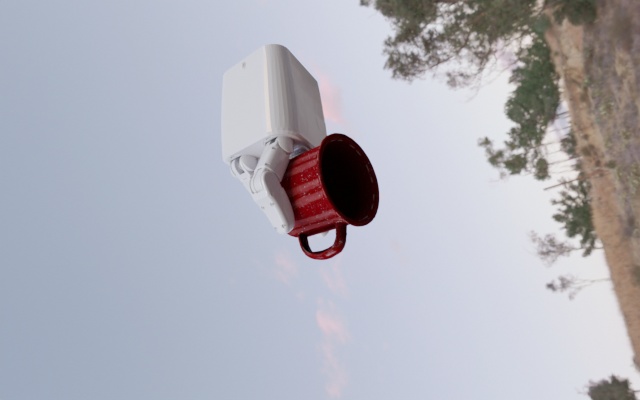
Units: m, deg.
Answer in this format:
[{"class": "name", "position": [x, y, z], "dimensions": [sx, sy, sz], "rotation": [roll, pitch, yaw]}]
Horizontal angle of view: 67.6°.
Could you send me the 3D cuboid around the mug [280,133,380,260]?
[{"class": "mug", "position": [0.000, 0.003, 0.472], "dimensions": [0.081, 0.117, 0.093], "rotation": [-20, -25, 38]}]
